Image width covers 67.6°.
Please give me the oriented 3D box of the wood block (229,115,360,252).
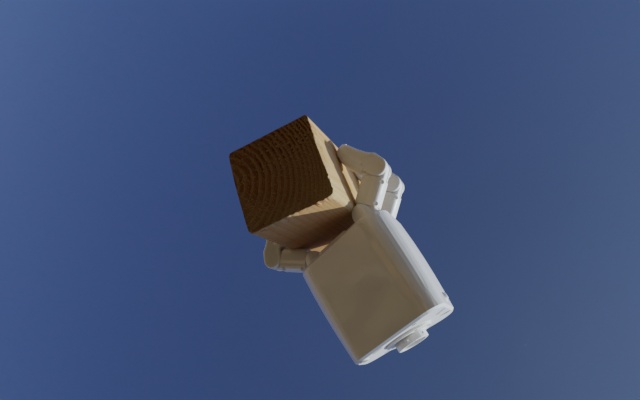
[{"bbox_3d":[0.000,0.002,0.528,0.091,0.090,0.206,-25,-24,15],"label":"wood block"}]
